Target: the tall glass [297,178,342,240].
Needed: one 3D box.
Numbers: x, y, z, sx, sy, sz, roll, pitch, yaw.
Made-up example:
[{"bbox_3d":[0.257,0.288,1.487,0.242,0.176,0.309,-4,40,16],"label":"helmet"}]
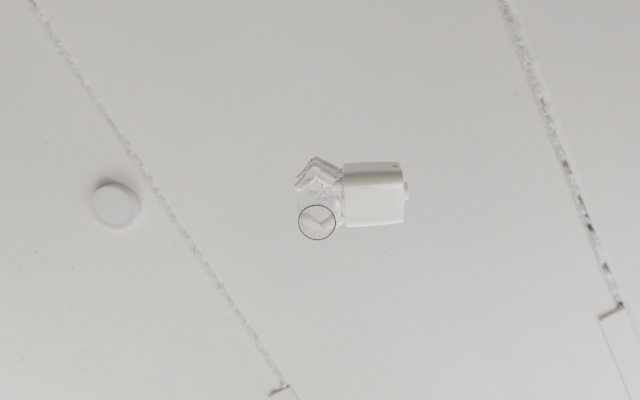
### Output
[{"bbox_3d":[0.000,0.003,0.858,0.079,0.079,0.201,0,19,4],"label":"tall glass"}]
